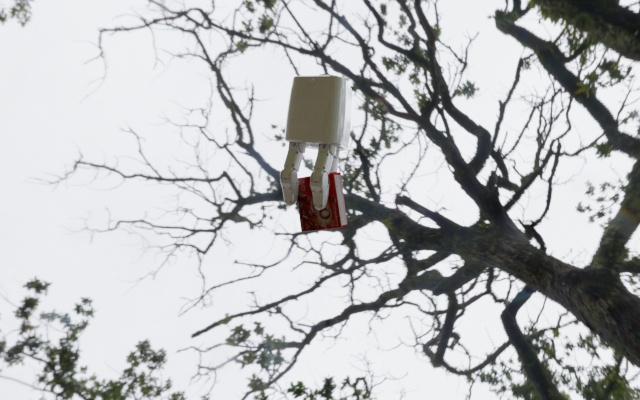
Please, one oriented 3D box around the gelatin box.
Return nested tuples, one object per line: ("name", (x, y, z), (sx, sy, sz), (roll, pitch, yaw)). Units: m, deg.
("gelatin box", (0.000, 0.003, 0.768), (0.073, 0.089, 0.030), (-8, 0, 27))
